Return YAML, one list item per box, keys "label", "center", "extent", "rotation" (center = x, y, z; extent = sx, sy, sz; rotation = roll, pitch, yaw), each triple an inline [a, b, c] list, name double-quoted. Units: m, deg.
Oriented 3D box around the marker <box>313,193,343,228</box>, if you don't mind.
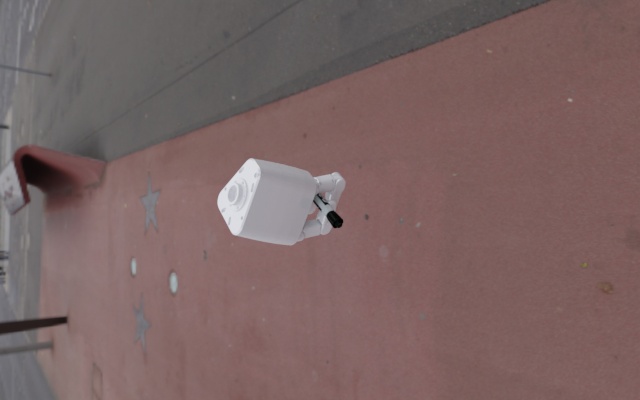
- label: "marker"
  center: [0.000, 0.002, 0.740]
  extent: [0.020, 0.020, 0.121]
  rotation: [0, 35, -35]
